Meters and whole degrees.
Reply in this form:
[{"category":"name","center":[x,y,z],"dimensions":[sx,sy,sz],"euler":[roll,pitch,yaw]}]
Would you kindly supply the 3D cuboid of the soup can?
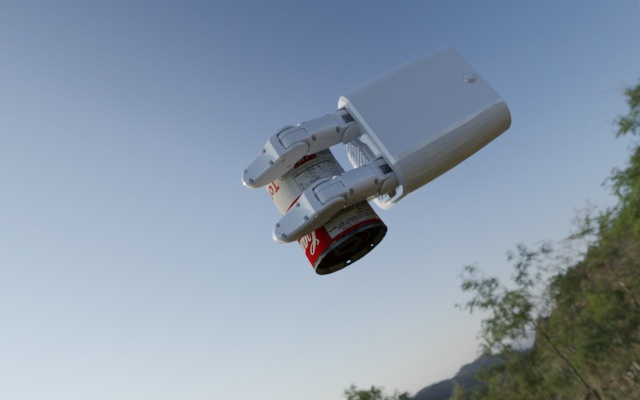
[{"category":"soup can","center":[-0.001,0.001,0.400],"dimensions":[0.068,0.102,0.068],"euler":[-27,-24,-13]}]
